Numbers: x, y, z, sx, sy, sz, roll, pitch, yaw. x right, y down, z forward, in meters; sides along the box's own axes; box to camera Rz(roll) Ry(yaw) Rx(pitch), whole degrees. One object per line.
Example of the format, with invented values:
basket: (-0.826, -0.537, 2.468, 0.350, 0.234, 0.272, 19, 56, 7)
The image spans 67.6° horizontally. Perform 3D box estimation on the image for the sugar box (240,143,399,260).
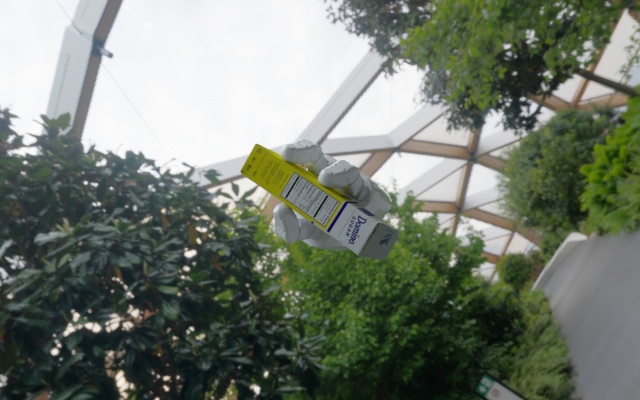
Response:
sugar box: (0.000, 0.001, 0.544, 0.176, 0.048, 0.093, 31, 4, 24)
